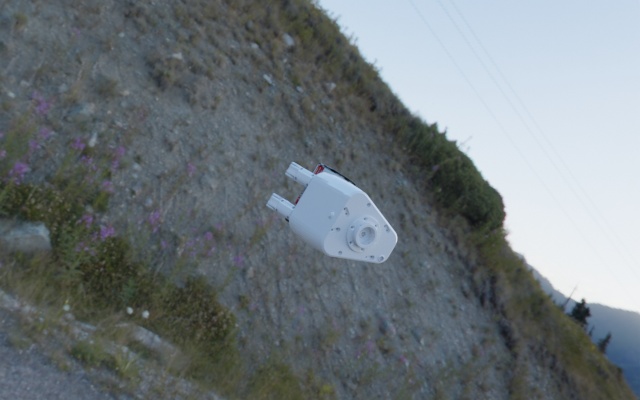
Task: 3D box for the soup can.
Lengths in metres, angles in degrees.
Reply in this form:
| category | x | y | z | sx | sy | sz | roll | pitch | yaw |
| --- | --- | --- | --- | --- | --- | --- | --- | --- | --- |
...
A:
| category | x | y | z | sx | sy | sz | roll | pitch | yaw |
| --- | --- | --- | --- | --- | --- | --- | --- | --- | --- |
| soup can | 0.000 | 0.002 | 0.730 | 0.068 | 0.102 | 0.068 | 31 | 0 | 0 |
